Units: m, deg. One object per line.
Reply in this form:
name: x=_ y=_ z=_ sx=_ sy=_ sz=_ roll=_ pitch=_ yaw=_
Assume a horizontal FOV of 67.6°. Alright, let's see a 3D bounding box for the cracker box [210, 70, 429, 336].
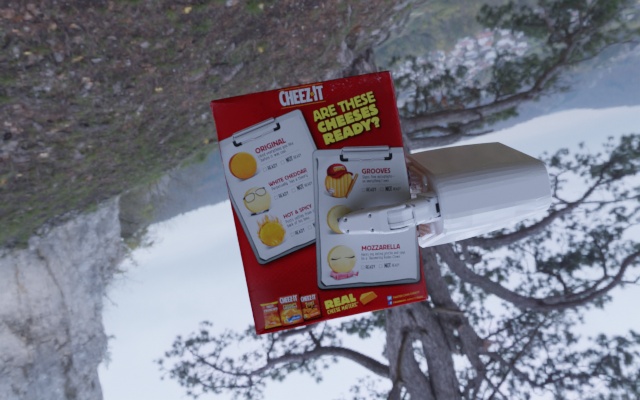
cracker box: x=0.000 y=0.002 z=0.455 sx=0.164 sy=0.214 sz=0.072 roll=-11 pitch=4 yaw=-5
